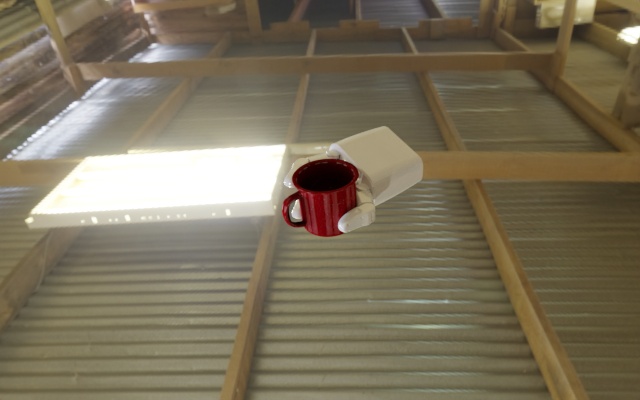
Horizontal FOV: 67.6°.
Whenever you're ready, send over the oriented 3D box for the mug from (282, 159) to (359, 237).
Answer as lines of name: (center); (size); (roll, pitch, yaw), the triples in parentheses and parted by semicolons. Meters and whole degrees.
mug: (-0.001, 0.003, 0.676); (0.117, 0.082, 0.093); (-24, 38, -24)
